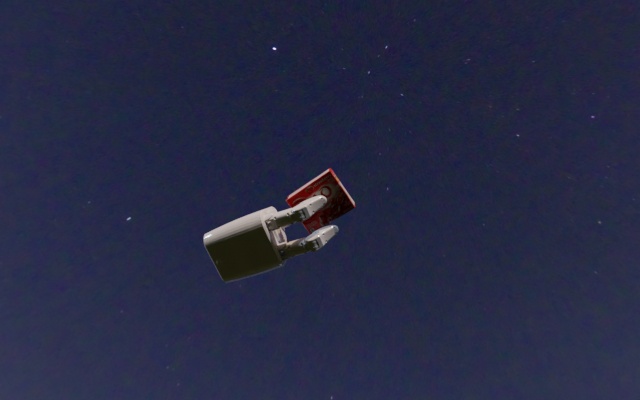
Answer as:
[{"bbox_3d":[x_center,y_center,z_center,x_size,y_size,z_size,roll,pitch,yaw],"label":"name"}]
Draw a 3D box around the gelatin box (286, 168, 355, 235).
[{"bbox_3d":[0.000,0.002,0.774,0.089,0.073,0.030,-33,10,9],"label":"gelatin box"}]
